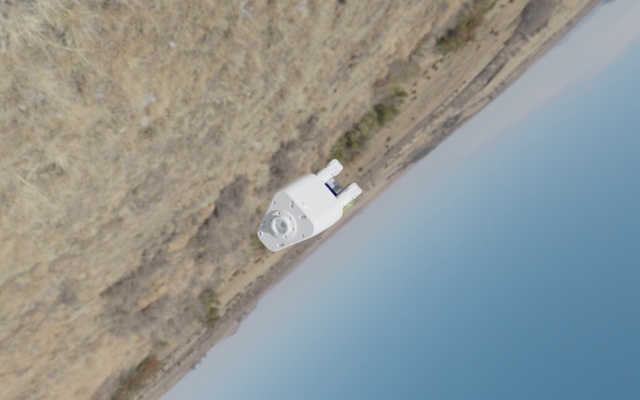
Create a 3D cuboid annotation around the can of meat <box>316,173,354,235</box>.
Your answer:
[{"bbox_3d":[0.000,0.003,0.898,0.102,0.084,0.057,-43,-5,27],"label":"can of meat"}]
